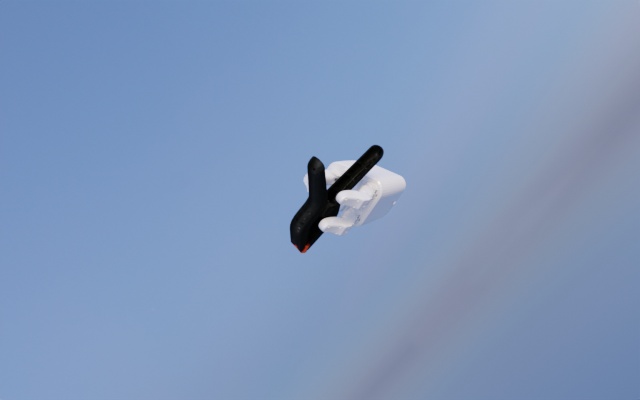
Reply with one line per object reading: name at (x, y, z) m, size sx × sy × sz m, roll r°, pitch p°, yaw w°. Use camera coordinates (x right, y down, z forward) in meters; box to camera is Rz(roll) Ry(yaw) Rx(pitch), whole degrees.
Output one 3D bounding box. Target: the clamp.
clamp at (-0.001, 0.002, 0.733) m, size 0.036 × 0.210 × 0.164 m, roll 46°, pitch 29°, yaw 24°
